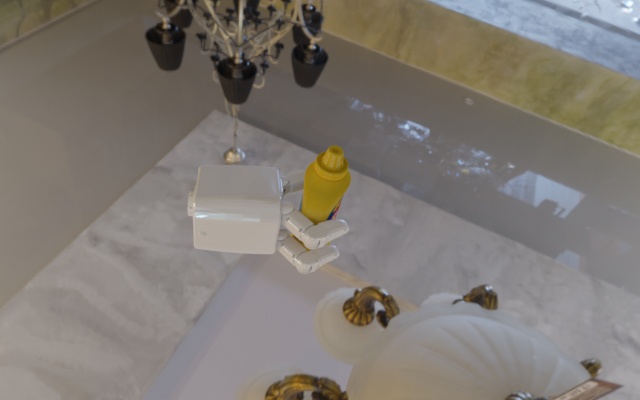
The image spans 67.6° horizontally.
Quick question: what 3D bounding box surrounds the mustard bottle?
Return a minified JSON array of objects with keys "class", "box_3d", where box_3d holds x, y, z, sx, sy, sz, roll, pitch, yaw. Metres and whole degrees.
[{"class":"mustard bottle","box_3d":[0.000,0.002,0.634,0.058,0.096,0.192,21,-42,6]}]
